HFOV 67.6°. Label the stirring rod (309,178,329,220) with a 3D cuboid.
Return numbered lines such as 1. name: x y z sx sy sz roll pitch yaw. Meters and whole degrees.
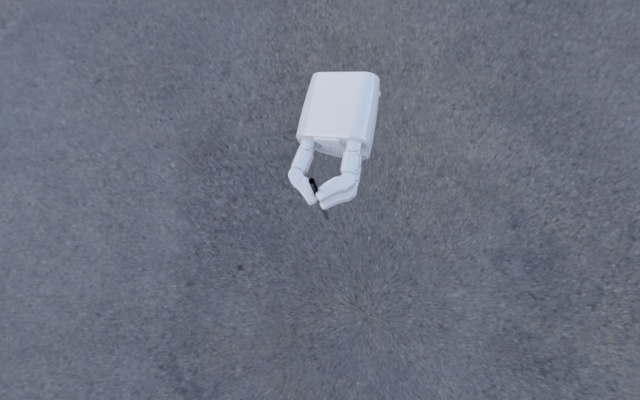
1. stirring rod: 0.000 0.002 0.732 0.011 0.011 0.239 0 -13 6
